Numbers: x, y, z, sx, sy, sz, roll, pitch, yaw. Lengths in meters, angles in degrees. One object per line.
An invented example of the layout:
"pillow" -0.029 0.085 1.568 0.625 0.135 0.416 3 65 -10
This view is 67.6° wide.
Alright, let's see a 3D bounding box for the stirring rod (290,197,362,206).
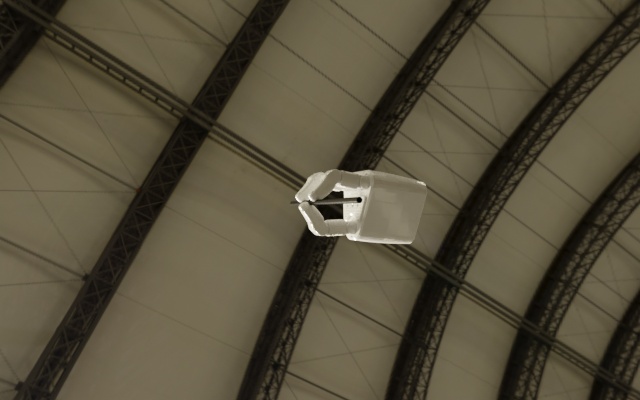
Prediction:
"stirring rod" 0.000 0.002 0.690 0.011 0.011 0.239 0 -1 -23
